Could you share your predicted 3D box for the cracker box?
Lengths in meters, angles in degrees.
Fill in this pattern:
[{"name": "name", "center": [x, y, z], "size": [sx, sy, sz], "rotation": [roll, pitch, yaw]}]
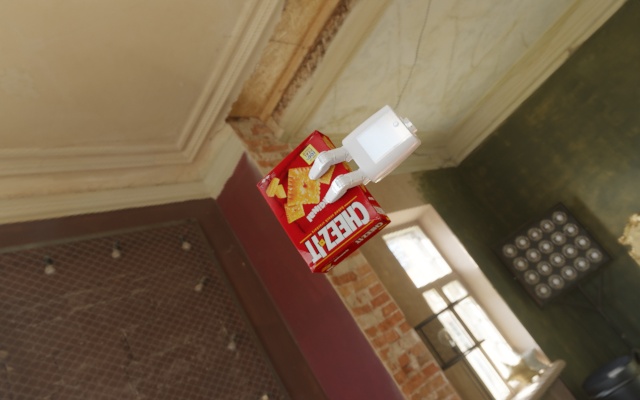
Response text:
[{"name": "cracker box", "center": [0.000, 0.003, 0.892], "size": [0.164, 0.213, 0.072], "rotation": [-40, -21, 15]}]
